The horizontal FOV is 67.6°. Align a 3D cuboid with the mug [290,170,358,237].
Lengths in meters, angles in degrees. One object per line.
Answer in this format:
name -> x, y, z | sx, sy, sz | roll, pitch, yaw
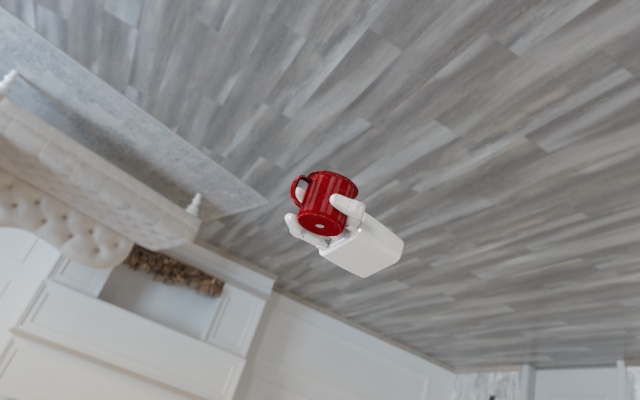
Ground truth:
mug -> -0.001, 0.002, 0.802 | 0.117, 0.081, 0.093 | 32, -30, -25
